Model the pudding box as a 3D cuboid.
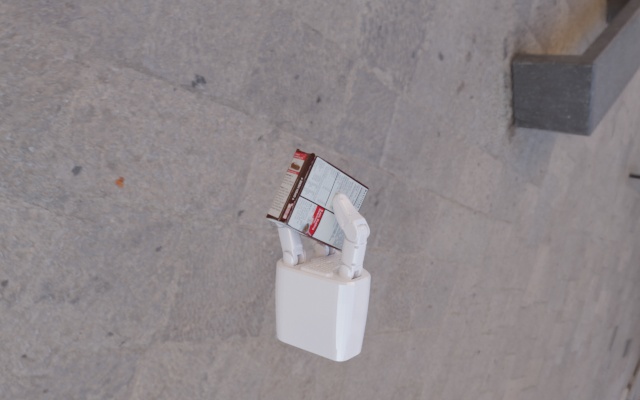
[{"bbox_3d":[0.000,0.002,0.575,0.039,0.090,0.113,18,-7,43],"label":"pudding box"}]
